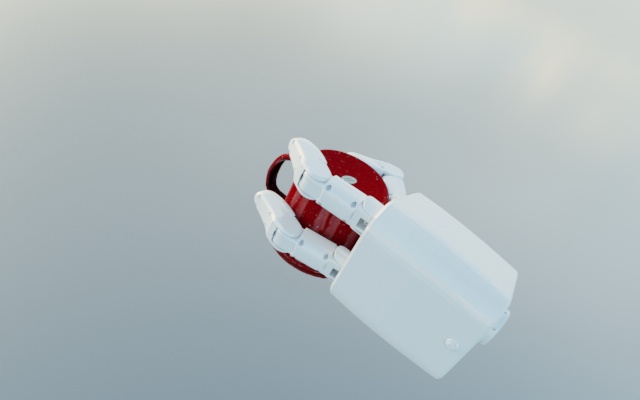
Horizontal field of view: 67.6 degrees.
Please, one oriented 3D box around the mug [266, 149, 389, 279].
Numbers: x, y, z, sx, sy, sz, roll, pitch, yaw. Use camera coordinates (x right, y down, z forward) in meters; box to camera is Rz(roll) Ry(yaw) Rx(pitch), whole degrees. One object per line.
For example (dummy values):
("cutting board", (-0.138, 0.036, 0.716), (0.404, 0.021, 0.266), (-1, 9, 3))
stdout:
("mug", (-0.001, 0.000, 0.432), (0.117, 0.081, 0.093), (39, 36, 16))
